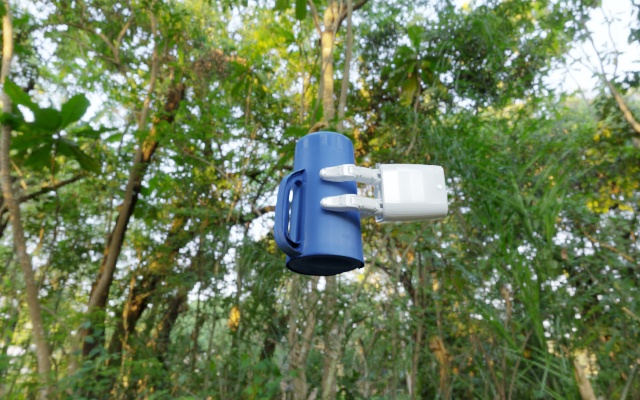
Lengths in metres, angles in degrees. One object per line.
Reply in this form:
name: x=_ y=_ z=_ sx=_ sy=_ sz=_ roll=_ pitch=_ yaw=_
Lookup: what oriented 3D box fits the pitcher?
pitcher: x=0.000 y=0.003 z=0.836 sx=0.145 sy=0.242 sz=0.149 roll=-1 pitch=-23 yaw=2
